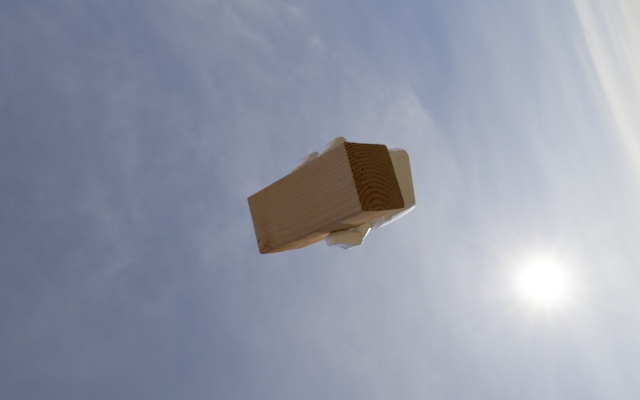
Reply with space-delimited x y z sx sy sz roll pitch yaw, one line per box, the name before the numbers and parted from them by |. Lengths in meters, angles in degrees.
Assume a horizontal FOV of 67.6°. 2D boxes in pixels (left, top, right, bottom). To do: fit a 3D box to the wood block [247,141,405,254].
wood block | 0.000 0.002 0.663 0.090 0.091 0.206 -3 -17 -45
